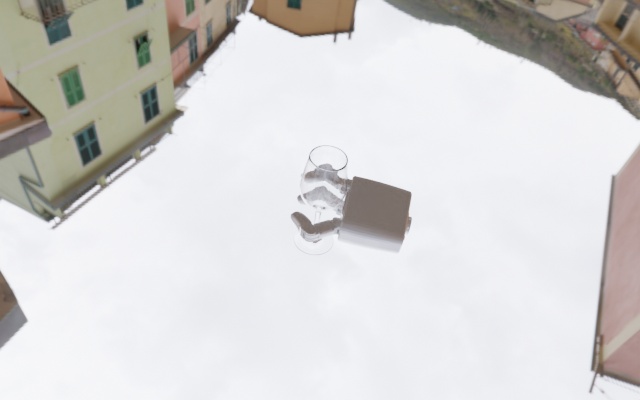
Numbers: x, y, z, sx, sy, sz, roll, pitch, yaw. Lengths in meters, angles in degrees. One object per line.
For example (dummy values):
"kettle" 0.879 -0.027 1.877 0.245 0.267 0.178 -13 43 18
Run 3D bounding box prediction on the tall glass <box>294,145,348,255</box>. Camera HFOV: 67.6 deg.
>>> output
"tall glass" 0.000 0.003 0.812 0.079 0.079 0.201 0 -44 -10
